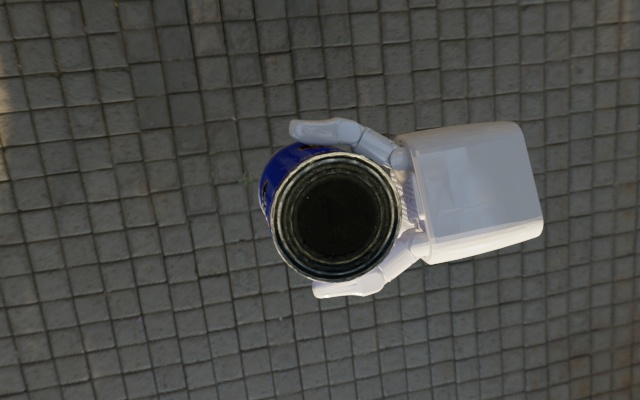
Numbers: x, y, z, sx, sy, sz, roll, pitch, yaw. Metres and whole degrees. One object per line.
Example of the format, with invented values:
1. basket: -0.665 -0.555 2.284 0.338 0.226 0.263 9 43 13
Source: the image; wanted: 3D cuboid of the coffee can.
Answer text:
1. coffee can: 0.000 0.001 0.425 0.103 0.103 0.140 0 11 -11
